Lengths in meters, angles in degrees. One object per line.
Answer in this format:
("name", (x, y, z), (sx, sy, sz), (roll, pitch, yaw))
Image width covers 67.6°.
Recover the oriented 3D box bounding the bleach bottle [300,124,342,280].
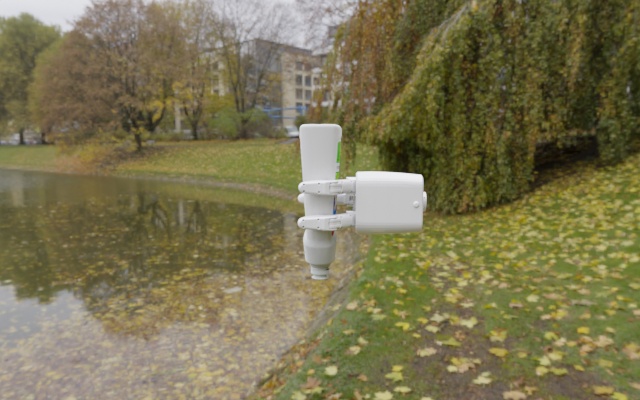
("bleach bottle", (0.000, 0.003, 0.790), (0.068, 0.251, 0.102), (1, 6, 5))
